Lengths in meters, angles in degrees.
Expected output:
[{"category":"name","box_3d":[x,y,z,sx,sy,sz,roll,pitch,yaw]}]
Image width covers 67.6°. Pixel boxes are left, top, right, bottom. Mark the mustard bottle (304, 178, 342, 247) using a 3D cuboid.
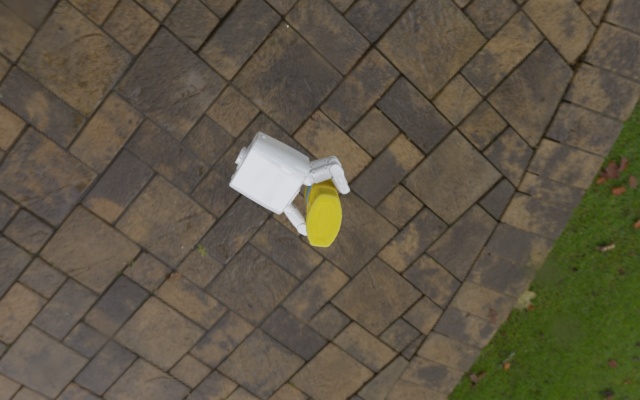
[{"category":"mustard bottle","box_3d":[0.000,0.003,0.863,0.058,0.096,0.191,6,19,-6]}]
